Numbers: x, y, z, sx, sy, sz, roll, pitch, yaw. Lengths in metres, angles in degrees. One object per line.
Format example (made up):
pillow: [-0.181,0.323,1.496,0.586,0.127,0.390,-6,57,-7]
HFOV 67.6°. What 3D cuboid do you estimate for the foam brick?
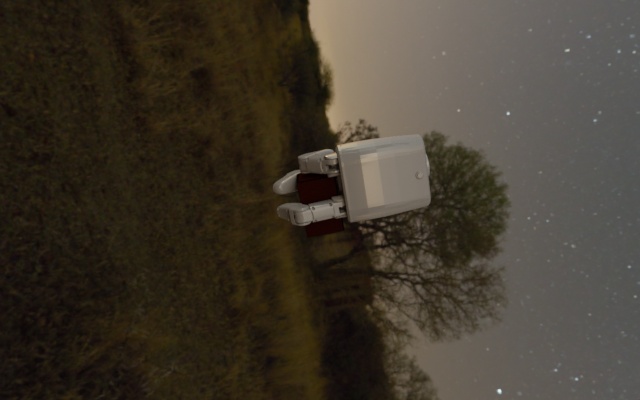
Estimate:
foam brick: [0.000,0.002,0.633,0.051,0.078,0.053,-10,16,0]
